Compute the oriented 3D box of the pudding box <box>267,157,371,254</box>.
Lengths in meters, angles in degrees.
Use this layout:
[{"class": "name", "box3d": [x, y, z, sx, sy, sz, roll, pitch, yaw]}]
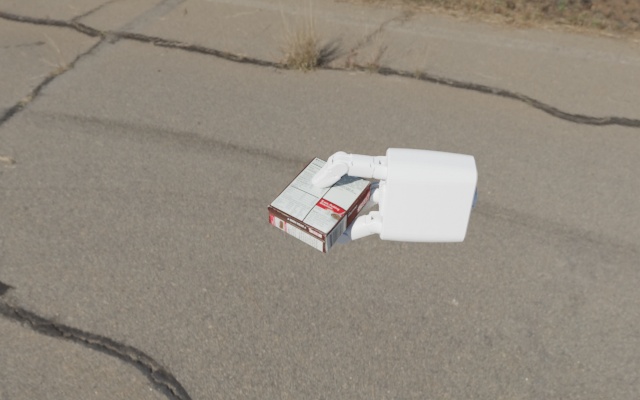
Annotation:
[{"class": "pudding box", "box3d": [0.000, 0.002, 0.616, 0.090, 0.039, 0.113, 26, 51, 21]}]
